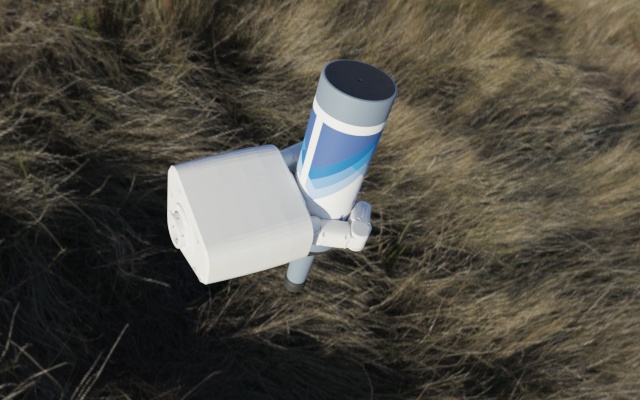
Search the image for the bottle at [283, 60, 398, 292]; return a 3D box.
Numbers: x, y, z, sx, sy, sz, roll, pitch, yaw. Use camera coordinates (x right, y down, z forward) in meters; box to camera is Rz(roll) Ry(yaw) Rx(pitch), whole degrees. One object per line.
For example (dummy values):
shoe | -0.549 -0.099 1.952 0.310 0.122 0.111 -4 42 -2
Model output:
bottle | 0.000 0.001 0.500 0.069 0.069 0.296 0 -44 -18
